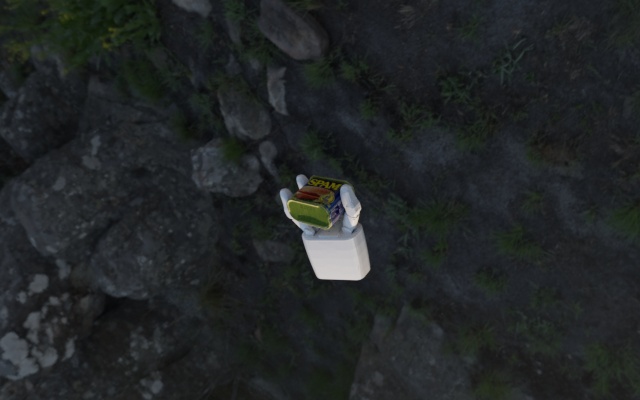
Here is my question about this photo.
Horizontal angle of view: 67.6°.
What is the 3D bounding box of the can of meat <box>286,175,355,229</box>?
[{"bbox_3d":[0.000,0.003,0.884,0.102,0.057,0.084,13,40,34],"label":"can of meat"}]
